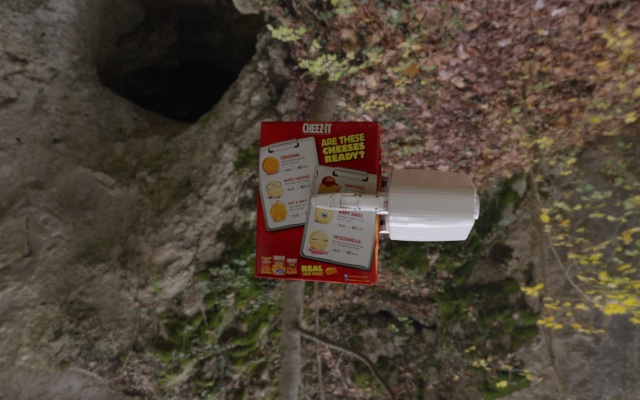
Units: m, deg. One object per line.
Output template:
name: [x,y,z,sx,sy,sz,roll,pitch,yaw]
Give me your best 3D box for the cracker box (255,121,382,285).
cracker box: [0.000,0.002,0.661,0.164,0.213,0.072,2,-1,10]
